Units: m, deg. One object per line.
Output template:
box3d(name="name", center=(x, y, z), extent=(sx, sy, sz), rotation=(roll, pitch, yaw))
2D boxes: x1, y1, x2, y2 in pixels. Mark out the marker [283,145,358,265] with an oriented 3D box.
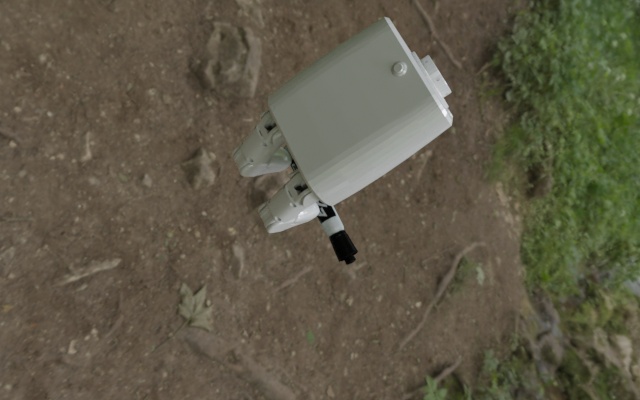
box3d(name="marker", center=(0.000, 0.001, 0.426), extent=(0.020, 0.121, 0.020), rotation=(-25, -14, -7))
